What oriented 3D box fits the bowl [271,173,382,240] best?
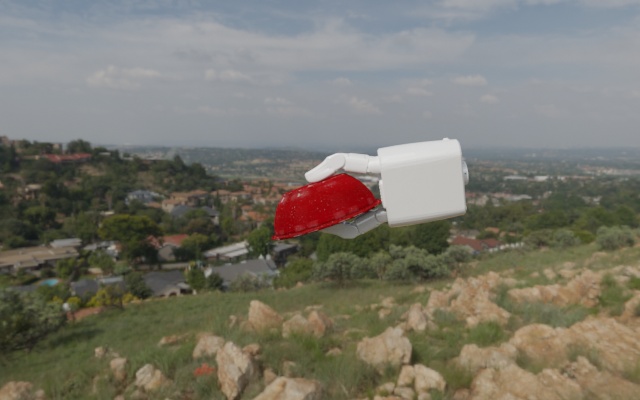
[{"bbox_3d":[-0.001,0.002,0.660,0.162,0.055,0.162,-20,4,2],"label":"bowl"}]
